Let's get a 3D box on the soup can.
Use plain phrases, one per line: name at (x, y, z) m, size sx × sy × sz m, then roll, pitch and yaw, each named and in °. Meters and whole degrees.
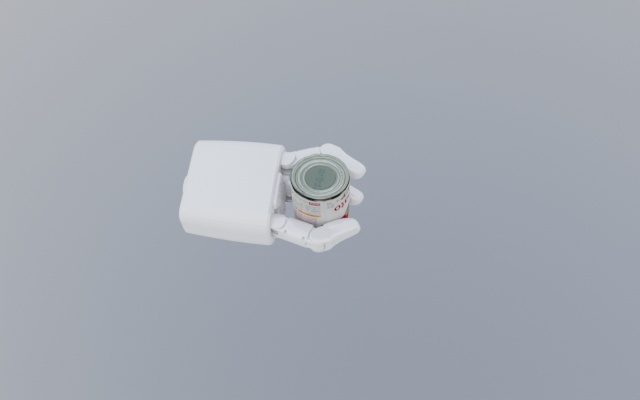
soup can at (0.001, 0.002, 0.562) m, size 0.068 × 0.068 × 0.102 m, roll 0°, pitch -36°, yaw 1°
